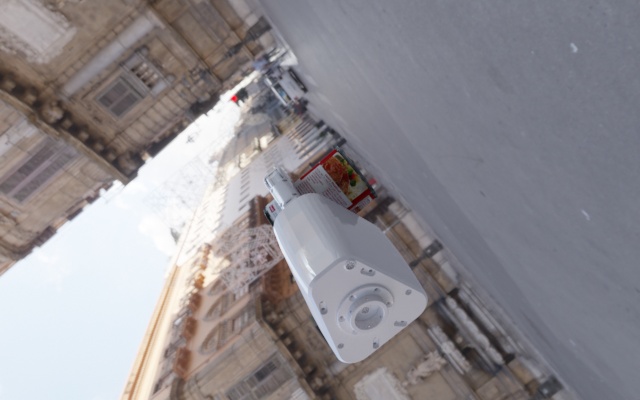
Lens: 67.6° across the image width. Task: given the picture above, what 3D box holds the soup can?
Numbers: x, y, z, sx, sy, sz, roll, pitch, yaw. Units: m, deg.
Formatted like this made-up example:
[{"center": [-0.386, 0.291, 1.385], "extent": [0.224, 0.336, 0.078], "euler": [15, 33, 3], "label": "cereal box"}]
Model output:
[{"center": [0.000, 0.002, 0.501], "extent": [0.102, 0.068, 0.068], "euler": [-39, -3, 3], "label": "soup can"}]
